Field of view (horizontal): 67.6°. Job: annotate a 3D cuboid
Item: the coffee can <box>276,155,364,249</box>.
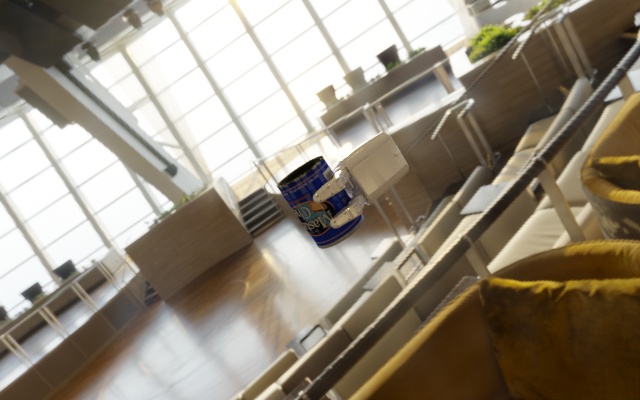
[{"bbox_3d":[0.000,0.003,0.878,0.103,0.140,0.102,-32,14,9],"label":"coffee can"}]
